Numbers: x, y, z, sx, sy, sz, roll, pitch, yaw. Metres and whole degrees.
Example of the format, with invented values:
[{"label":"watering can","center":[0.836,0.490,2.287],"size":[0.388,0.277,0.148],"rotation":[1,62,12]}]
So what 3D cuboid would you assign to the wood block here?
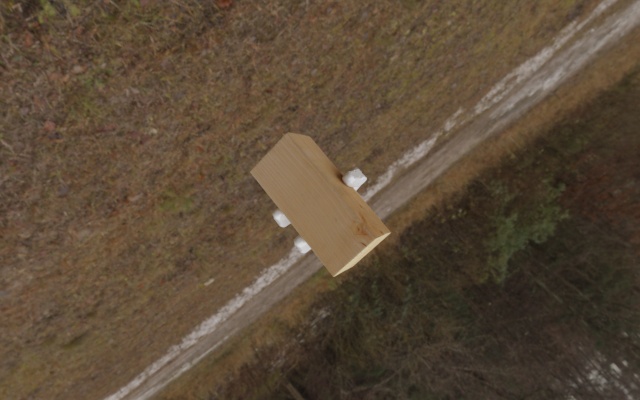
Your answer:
[{"label":"wood block","center":[0.001,0.002,0.738],"size":[0.091,0.206,0.090],"rotation":[-44,-13,18]}]
